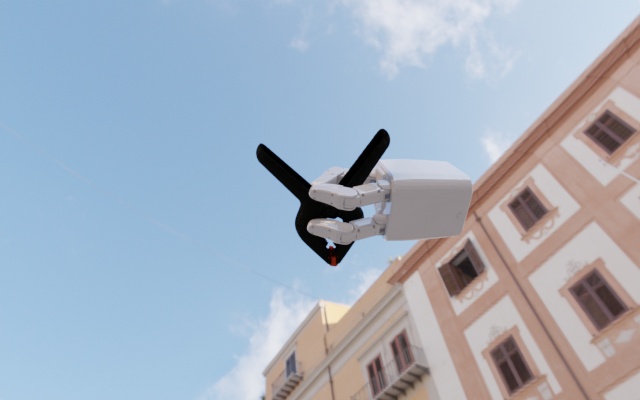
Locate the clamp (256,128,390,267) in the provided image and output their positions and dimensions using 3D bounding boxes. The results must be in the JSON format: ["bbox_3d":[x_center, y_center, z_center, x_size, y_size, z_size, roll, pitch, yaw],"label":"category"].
[{"bbox_3d":[0.000,0.002,0.633,0.164,0.210,0.036,-1,35,-6],"label":"clamp"}]
